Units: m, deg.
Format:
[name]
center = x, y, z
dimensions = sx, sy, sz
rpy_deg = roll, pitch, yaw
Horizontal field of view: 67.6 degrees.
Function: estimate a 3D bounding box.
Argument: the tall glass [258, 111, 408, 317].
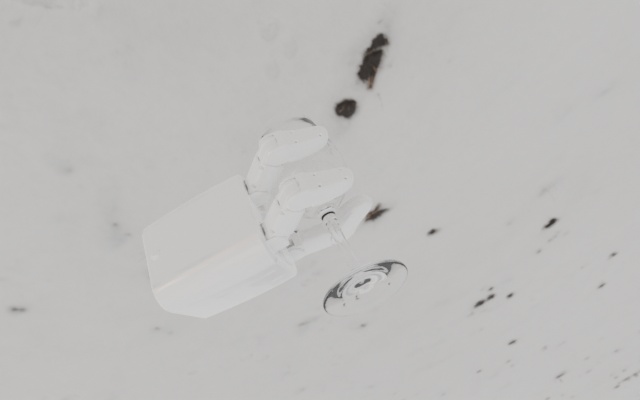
[tall glass]
center = 0.000, 0.002, 0.441
dimensions = 0.079, 0.201, 0.079
rpy_deg = -16, -38, -14
